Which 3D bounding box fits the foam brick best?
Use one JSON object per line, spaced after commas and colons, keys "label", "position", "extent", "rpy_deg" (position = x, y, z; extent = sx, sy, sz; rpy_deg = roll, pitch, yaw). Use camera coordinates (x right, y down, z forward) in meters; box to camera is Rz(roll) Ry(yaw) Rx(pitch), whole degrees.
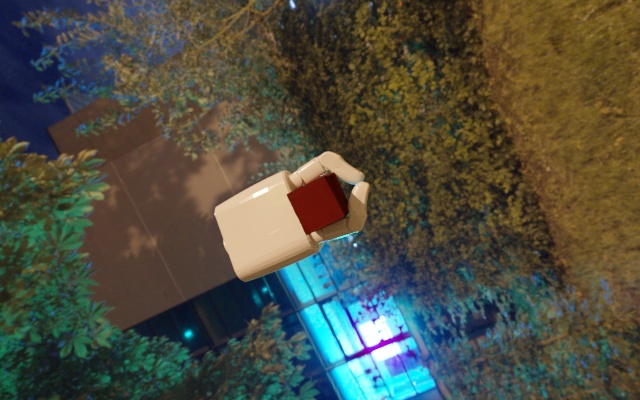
{"label": "foam brick", "position": [0.000, 0.002, 0.561], "extent": [0.051, 0.053, 0.078], "rpy_deg": [-25, 2, 10]}
